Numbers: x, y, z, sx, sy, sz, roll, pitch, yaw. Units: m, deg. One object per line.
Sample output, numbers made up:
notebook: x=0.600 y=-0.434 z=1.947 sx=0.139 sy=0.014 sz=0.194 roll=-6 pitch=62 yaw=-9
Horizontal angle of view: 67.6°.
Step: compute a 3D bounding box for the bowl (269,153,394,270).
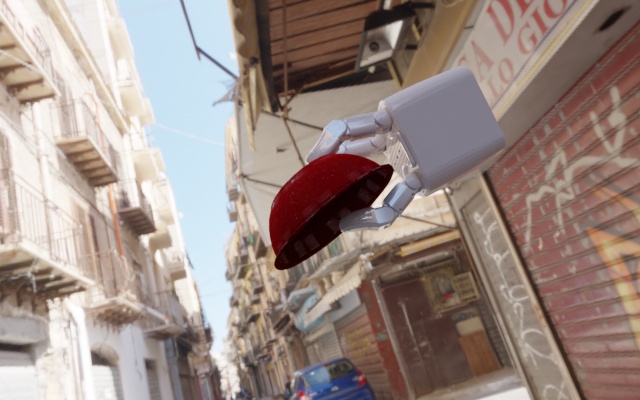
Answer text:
bowl: x=-0.001 y=0.002 z=0.506 sx=0.162 sy=0.055 sz=0.162 roll=-38 pitch=-15 yaw=-12
